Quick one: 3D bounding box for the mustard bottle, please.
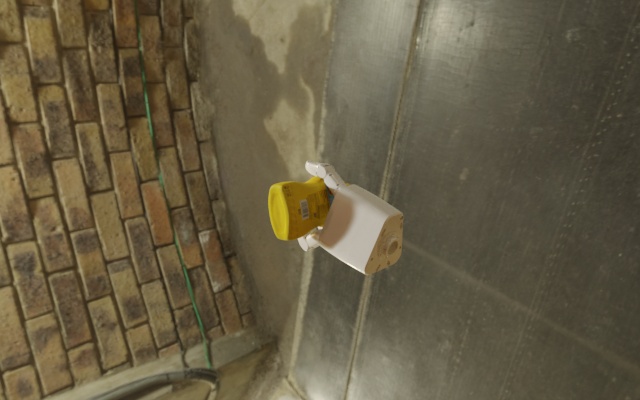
[{"bbox_3d":[0.000,0.003,0.842,0.191,0.096,0.058,-15,10,-41],"label":"mustard bottle"}]
